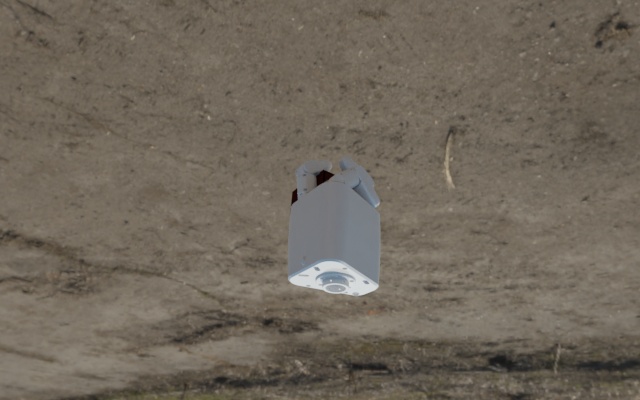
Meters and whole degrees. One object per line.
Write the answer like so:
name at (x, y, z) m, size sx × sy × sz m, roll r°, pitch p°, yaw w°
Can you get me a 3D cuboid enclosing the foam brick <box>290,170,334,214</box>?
foam brick at (0.000, 0.002, 0.675) m, size 0.053 × 0.051 × 0.078 m, roll 23°, pitch -37°, yaw -30°
